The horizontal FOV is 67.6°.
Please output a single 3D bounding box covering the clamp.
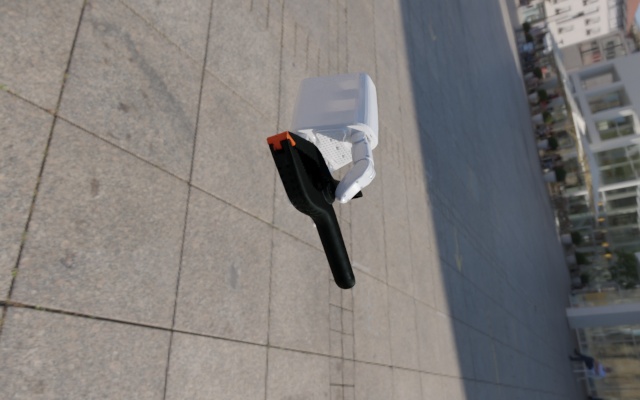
[{"bbox_3d":[0.001,0.001,0.585,0.036,0.164,0.210,-15,-39,24],"label":"clamp"}]
